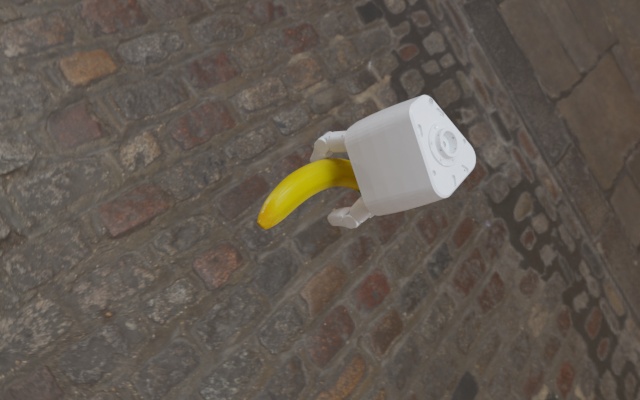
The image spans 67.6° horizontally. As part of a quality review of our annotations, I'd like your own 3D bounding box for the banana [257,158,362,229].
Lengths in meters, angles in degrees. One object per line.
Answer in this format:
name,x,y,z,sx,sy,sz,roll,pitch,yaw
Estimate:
banana,-0.001,-0.017,0.616,0.198,0.069,0.037,-14,4,-40
